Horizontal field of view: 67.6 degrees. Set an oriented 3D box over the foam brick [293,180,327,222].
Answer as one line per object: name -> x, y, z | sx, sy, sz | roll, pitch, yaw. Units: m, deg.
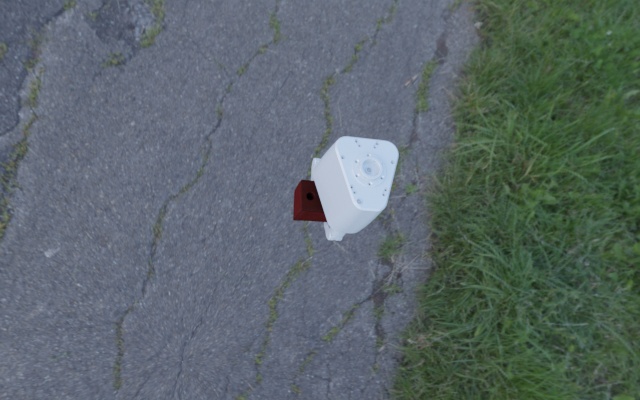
foam brick -> 0.000, 0.003, 0.751 | 0.078, 0.053, 0.051 | 4, -19, -14
